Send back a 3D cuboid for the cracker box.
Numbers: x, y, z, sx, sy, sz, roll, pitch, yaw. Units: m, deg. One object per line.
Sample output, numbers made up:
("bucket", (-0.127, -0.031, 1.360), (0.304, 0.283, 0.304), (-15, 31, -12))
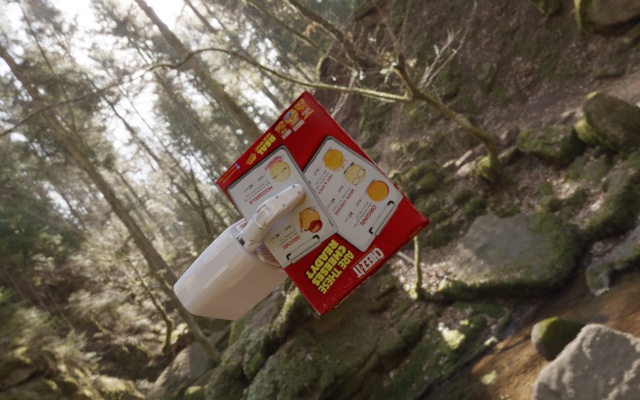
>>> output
("cracker box", (0.000, 0.002, 0.583), (0.164, 0.213, 0.072), (-44, -16, 10))
